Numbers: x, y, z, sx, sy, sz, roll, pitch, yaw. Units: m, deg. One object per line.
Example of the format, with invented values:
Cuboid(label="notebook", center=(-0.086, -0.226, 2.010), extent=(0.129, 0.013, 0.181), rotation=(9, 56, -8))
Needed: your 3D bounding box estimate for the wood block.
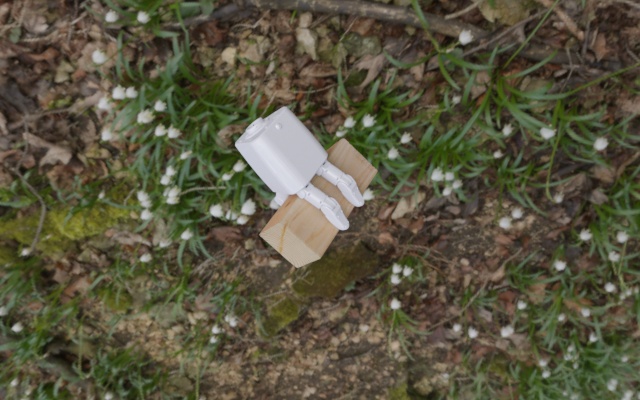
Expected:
Cuboid(label="wood block", center=(0.000, 0.003, 0.823), extent=(0.090, 0.206, 0.091), rotation=(43, -32, -11))
